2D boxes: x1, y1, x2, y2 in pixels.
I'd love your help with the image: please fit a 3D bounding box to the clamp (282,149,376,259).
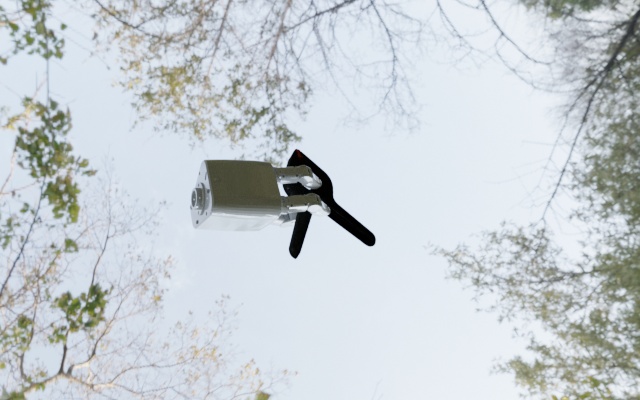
[{"bbox_3d":[-0.001,0.003,0.809,0.164,0.209,0.036,2,-36,-31],"label":"clamp"}]
